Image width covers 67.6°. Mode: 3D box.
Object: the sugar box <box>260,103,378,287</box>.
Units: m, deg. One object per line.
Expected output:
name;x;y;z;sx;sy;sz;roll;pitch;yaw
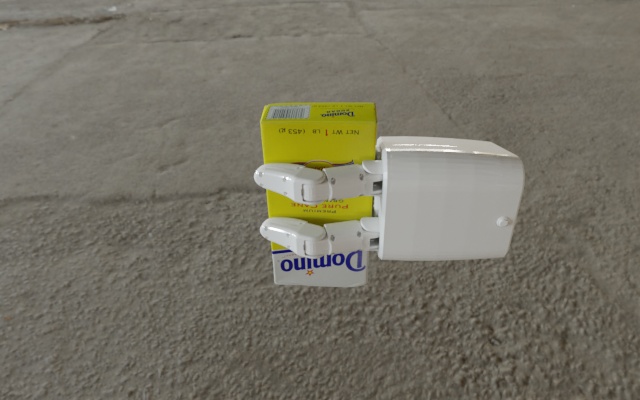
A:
sugar box;0.000;0.002;0.428;0.093;0.176;0.048;1;32;4
